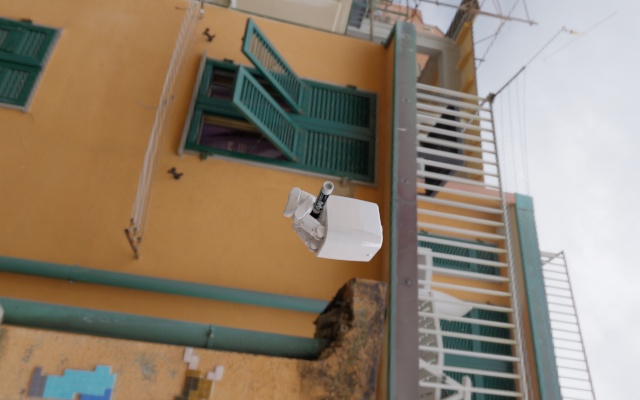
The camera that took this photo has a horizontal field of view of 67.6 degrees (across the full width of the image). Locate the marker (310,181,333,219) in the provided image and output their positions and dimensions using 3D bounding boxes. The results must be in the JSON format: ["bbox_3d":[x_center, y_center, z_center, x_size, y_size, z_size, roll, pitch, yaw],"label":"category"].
[{"bbox_3d":[0.000,0.003,0.856,0.020,0.020,0.121,0,-27,-14],"label":"marker"}]
